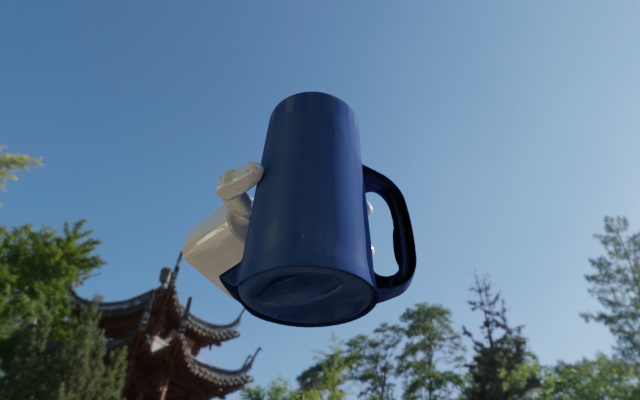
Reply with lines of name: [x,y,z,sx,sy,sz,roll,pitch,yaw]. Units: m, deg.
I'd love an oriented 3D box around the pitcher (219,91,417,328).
pitcher: [0.000,0.002,0.510,0.149,0.242,0.145,31,-45,-33]
